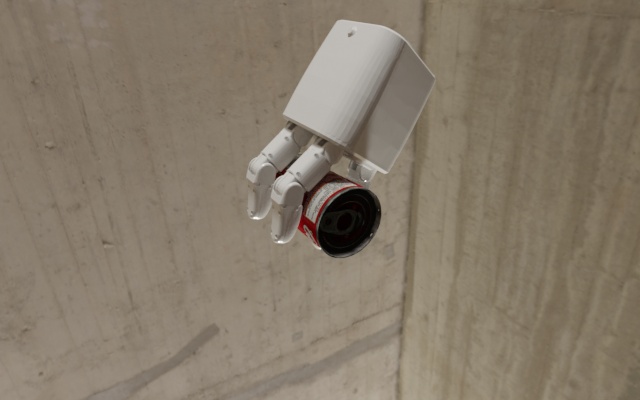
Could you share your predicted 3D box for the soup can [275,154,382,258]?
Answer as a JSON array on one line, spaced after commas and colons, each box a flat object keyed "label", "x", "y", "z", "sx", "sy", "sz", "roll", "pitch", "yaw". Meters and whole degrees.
[{"label": "soup can", "x": 0.000, "y": 0.002, "z": 0.455, "sx": 0.068, "sy": 0.068, "sz": 0.102, "roll": 0, "pitch": 22, "yaw": -34}]
